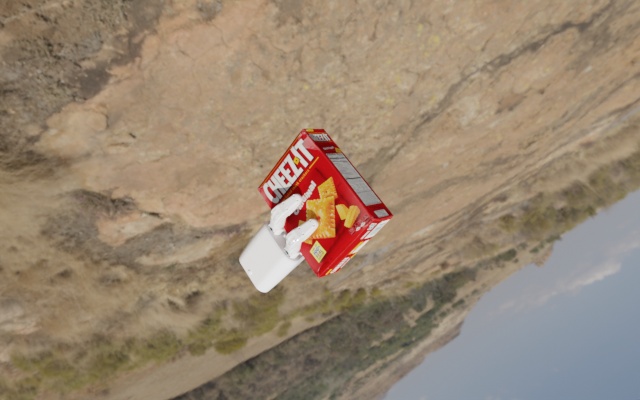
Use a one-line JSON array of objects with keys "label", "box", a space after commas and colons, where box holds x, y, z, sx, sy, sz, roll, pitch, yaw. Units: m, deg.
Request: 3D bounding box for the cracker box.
[{"label": "cracker box", "box": [0.000, 0.003, 0.854, 0.072, 0.213, 0.164, -8, -35, -53]}]
